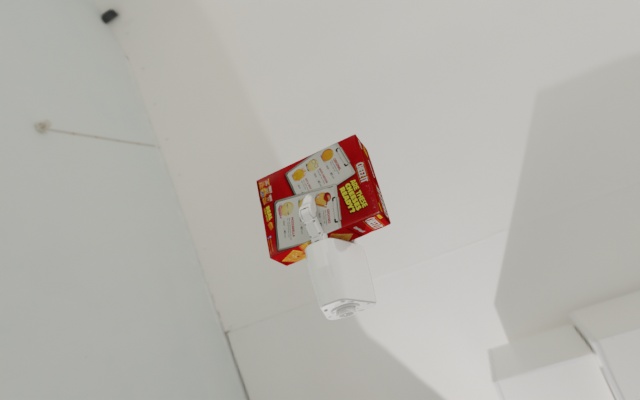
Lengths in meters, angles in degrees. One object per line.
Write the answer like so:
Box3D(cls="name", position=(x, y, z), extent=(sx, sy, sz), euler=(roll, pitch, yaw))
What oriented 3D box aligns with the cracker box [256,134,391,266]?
Box3D(cls="cracker box", position=(0.000, 0.003, 0.861), extent=(0.214, 0.164, 0.072), euler=(-23, -29, 17))
